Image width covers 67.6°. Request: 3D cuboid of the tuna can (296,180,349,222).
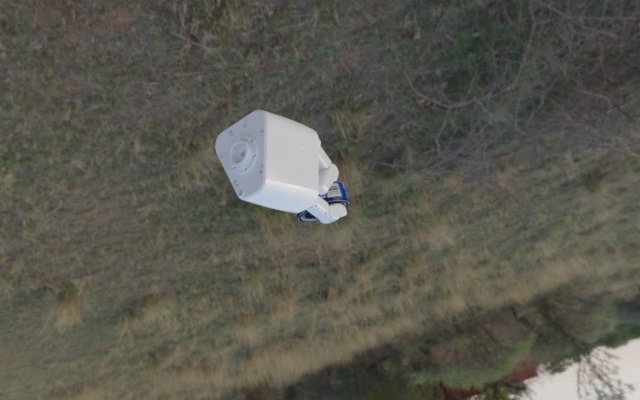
[{"bbox_3d":[0.000,0.003,0.738,0.086,0.033,0.086,-17,-18,-6],"label":"tuna can"}]
